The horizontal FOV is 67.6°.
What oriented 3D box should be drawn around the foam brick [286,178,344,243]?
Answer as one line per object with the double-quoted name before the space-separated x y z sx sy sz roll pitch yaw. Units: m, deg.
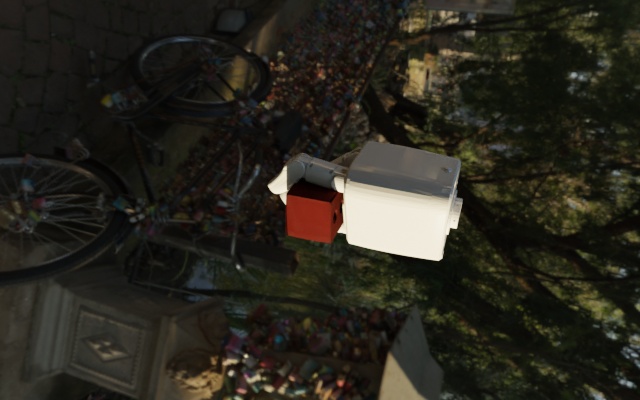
"foam brick" 0.000 0.002 0.524 0.051 0.053 0.078 12 33 17
